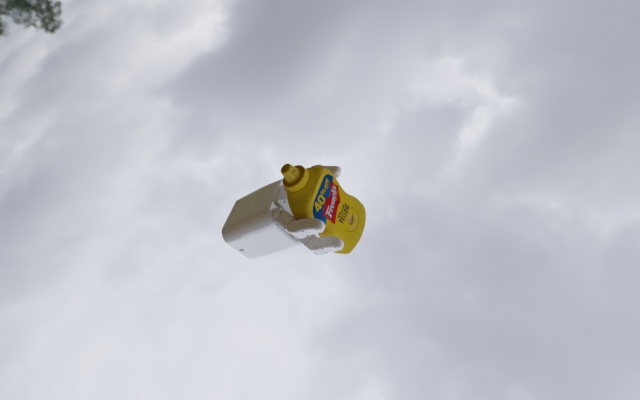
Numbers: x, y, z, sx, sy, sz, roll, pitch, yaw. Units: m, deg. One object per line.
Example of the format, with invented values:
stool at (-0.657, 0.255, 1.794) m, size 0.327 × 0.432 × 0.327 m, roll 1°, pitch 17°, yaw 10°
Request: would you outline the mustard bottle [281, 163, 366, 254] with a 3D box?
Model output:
mustard bottle at (0.001, 0.003, 0.752) m, size 0.058 × 0.096 × 0.192 m, roll 2°, pitch -29°, yaw 40°
